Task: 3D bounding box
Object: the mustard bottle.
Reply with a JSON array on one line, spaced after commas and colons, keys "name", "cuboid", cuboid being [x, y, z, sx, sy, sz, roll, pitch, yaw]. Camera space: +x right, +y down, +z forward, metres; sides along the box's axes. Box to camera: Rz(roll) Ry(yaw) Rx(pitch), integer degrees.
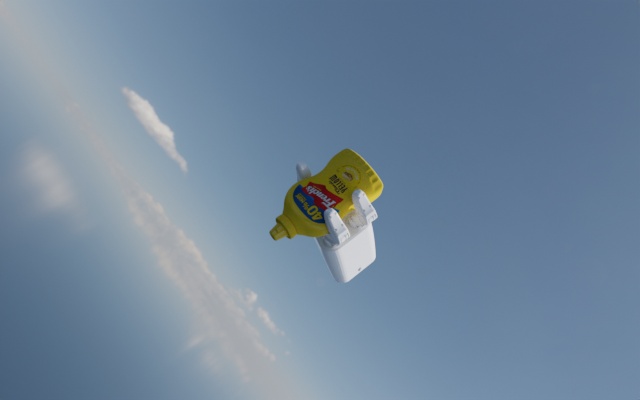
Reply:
[{"name": "mustard bottle", "cuboid": [0.000, 0.002, 0.762, 0.191, 0.096, 0.058, -36, -16, -17]}]
